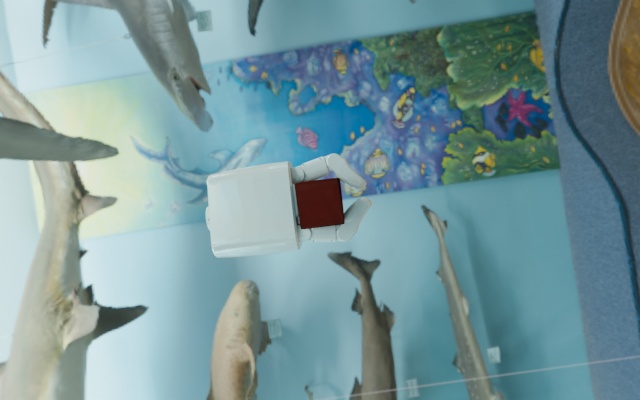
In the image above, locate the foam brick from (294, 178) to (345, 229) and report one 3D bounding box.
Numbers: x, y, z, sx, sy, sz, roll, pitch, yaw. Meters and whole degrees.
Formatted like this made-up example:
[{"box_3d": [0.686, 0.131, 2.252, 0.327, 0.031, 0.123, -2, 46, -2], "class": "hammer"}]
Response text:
[{"box_3d": [0.000, 0.002, 0.564, 0.051, 0.053, 0.078, -7, 3, 2], "class": "foam brick"}]
